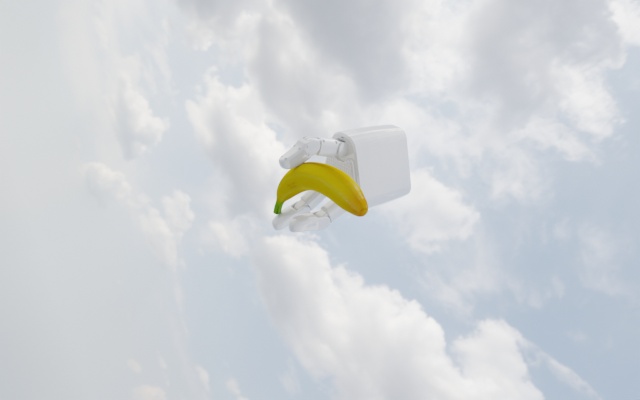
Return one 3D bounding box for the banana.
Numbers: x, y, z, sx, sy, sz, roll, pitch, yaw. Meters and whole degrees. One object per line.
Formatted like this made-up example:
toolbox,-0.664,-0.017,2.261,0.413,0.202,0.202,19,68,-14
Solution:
banana,-0.005,-0.016,0.616,0.037,0.069,0.198,-12,6,-34
